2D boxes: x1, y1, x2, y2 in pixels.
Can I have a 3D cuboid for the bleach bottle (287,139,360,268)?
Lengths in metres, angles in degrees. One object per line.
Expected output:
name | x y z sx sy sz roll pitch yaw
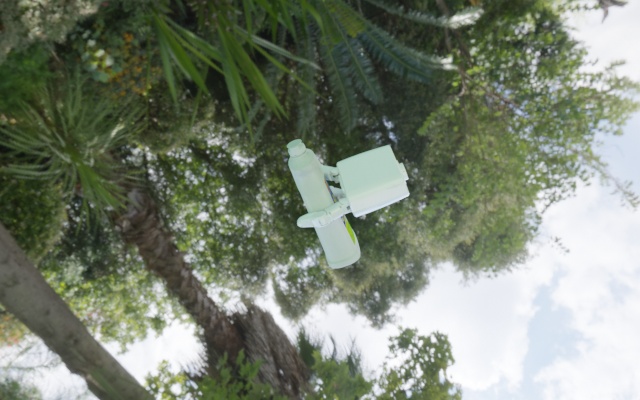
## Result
bleach bottle | 0.000 0.003 0.893 0.068 0.251 0.102 -21 30 7
